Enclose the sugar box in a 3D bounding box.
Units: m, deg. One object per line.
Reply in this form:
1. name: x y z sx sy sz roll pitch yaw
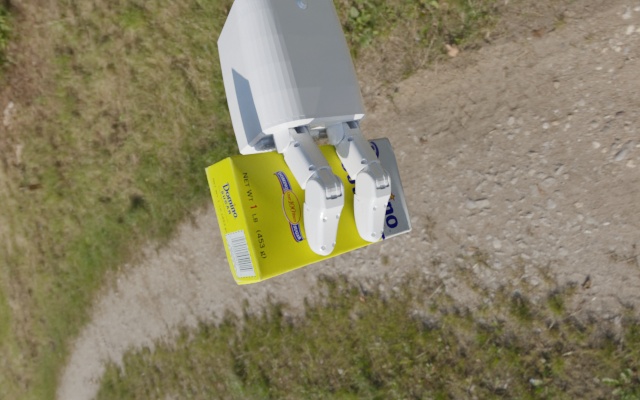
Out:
1. sugar box: 0.000 0.001 0.401 0.176 0.093 0.048 -14 0 -39
